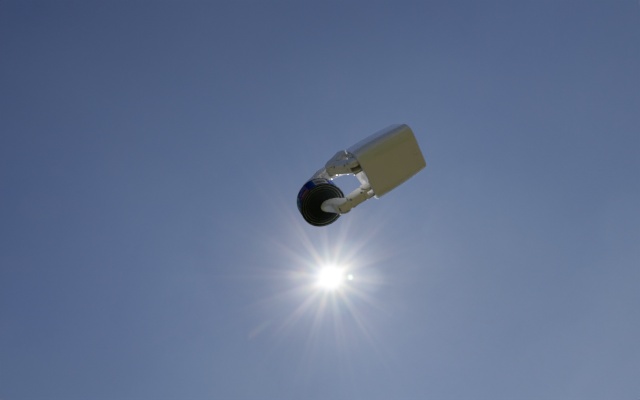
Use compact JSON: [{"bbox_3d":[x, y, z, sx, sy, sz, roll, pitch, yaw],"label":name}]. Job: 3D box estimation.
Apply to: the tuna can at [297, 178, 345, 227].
[{"bbox_3d":[0.000,0.003,0.878,0.086,0.086,0.033,0,23,-21],"label":"tuna can"}]
